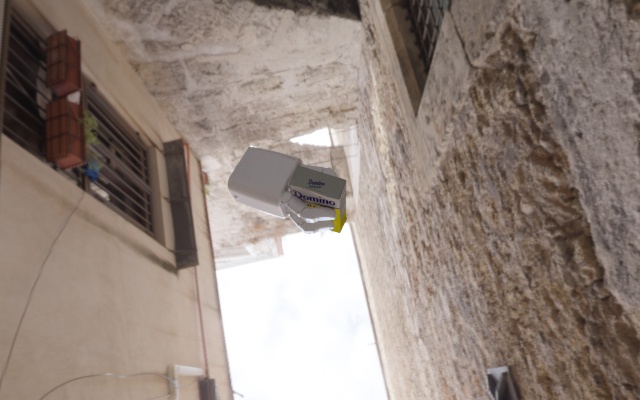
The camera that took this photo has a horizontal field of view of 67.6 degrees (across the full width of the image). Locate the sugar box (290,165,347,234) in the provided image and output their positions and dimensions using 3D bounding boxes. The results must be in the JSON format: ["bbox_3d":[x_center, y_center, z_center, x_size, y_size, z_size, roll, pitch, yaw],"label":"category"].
[{"bbox_3d":[0.000,0.003,0.886,0.093,0.048,0.176,17,-19,11],"label":"sugar box"}]
